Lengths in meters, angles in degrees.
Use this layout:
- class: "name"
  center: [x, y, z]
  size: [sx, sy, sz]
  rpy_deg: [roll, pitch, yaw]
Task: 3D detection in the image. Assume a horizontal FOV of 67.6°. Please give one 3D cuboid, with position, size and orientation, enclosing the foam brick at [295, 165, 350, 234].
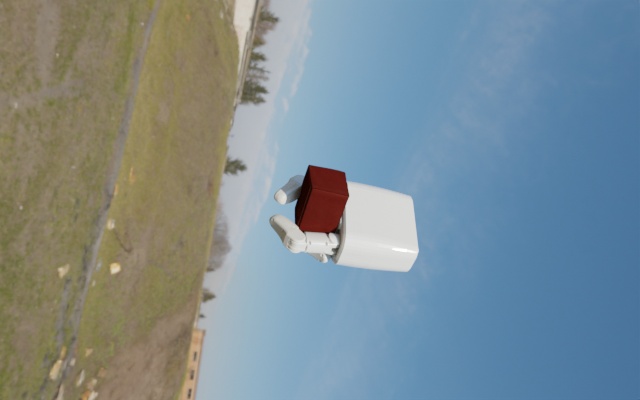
- class: "foam brick"
  center: [0.000, 0.002, 0.617]
  size: [0.051, 0.078, 0.053]
  rpy_deg: [10, 37, -12]
